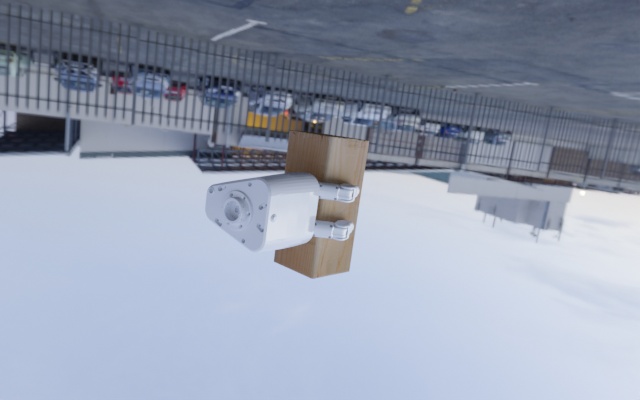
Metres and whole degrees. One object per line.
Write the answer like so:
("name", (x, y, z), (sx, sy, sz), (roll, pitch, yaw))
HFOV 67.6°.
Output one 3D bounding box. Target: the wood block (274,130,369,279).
("wood block", (0.000, 0.002, 0.732), (0.091, 0.206, 0.090), (17, 13, 41))
